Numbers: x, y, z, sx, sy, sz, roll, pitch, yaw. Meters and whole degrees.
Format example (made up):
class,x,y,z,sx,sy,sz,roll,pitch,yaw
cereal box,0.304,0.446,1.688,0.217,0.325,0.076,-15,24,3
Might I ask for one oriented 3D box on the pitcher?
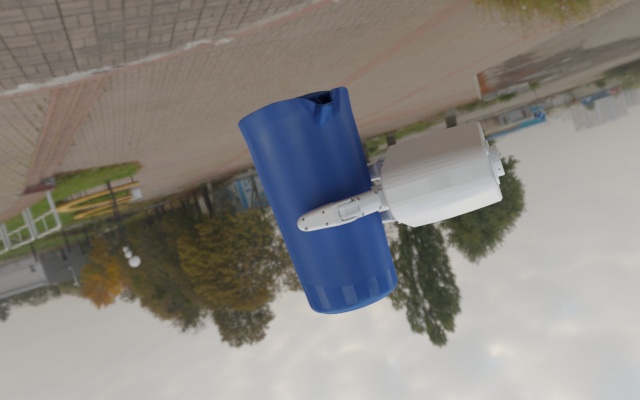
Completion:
class,x,y,z,sx,sy,sz,roll,pitch,yaw
pitcher,0.000,0.002,0.566,0.145,0.243,0.149,-17,2,20
